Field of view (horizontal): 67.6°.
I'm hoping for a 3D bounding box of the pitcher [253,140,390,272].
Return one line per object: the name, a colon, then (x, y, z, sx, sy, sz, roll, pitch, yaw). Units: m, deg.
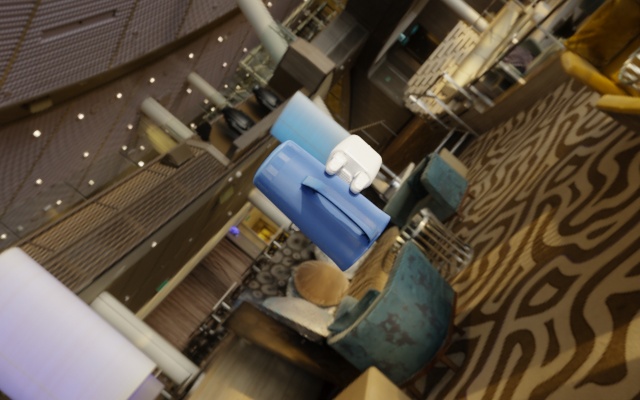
pitcher: (0.000, 0.003, 0.866, 0.149, 0.243, 0.145, -49, 1, 33)
